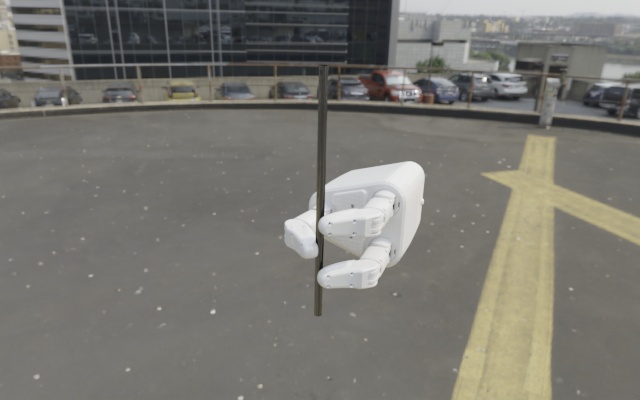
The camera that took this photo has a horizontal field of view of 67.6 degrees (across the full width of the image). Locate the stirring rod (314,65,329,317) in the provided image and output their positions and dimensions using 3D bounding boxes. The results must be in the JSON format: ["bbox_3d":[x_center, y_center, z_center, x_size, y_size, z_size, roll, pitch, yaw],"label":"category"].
[{"bbox_3d":[0.000,0.001,0.435,0.011,0.240,0.011,1,21,0],"label":"stirring rod"}]
